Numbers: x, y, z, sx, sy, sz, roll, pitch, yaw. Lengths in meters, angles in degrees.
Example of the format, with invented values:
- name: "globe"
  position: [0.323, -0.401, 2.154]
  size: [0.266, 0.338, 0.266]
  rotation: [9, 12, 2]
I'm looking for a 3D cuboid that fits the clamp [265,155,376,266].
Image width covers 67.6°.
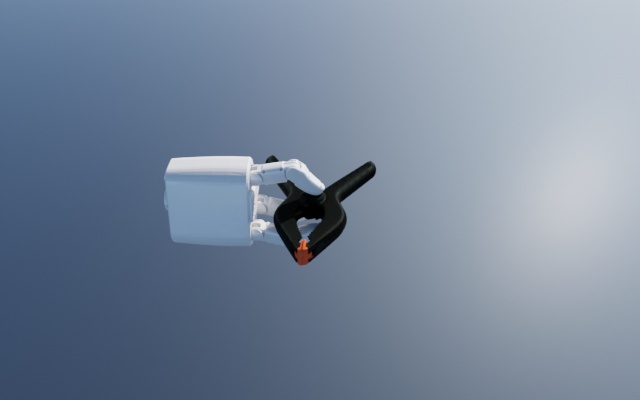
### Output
- name: "clamp"
  position: [0.000, 0.002, 0.643]
  size: [0.164, 0.036, 0.209]
  rotation: [-1, 39, 1]
